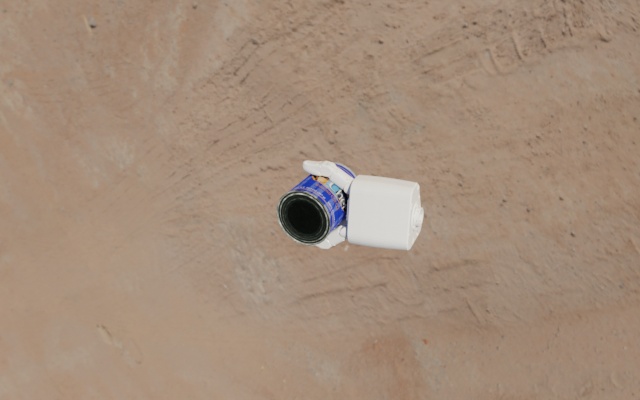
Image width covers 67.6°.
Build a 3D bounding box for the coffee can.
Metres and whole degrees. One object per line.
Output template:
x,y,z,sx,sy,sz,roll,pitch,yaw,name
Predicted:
0.000,0.003,0.851,0.103,0.103,0.140,0,24,28,coffee can
